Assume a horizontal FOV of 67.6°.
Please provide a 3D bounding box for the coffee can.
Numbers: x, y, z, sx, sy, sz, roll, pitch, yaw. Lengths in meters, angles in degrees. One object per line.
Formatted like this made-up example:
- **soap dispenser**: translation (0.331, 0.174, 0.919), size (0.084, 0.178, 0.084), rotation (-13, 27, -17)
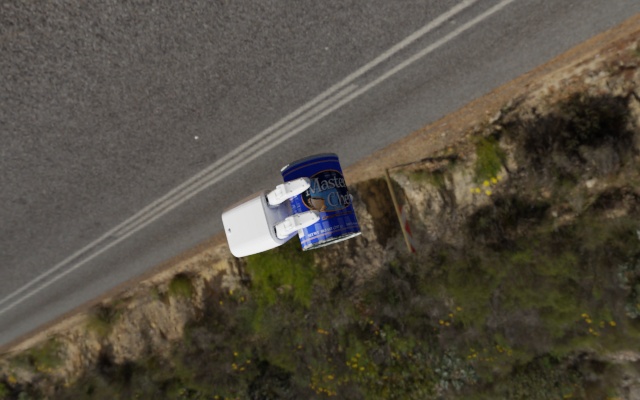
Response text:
- **coffee can**: translation (0.000, 0.002, 0.809), size (0.103, 0.140, 0.103), rotation (-16, -9, -2)
